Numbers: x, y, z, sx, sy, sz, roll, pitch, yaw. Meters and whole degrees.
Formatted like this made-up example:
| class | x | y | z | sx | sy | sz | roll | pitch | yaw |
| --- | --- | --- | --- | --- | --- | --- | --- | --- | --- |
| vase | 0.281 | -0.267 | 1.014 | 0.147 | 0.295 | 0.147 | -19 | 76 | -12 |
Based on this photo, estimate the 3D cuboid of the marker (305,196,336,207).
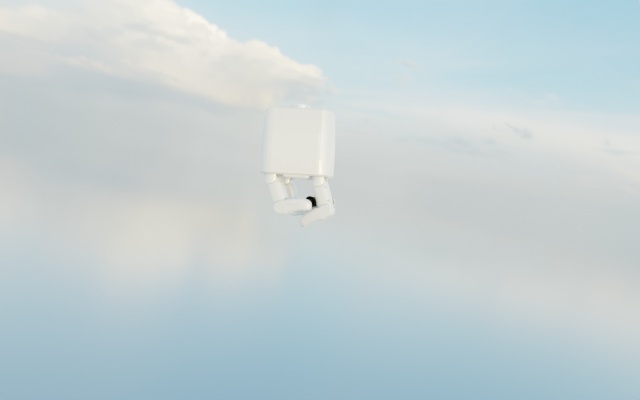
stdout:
| class | x | y | z | sx | sy | sz | roll | pitch | yaw |
| --- | --- | --- | --- | --- | --- | --- | --- | --- | --- |
| marker | 0.000 | 0.003 | 0.804 | 0.020 | 0.020 | 0.121 | 0 | 0 | 19 |
